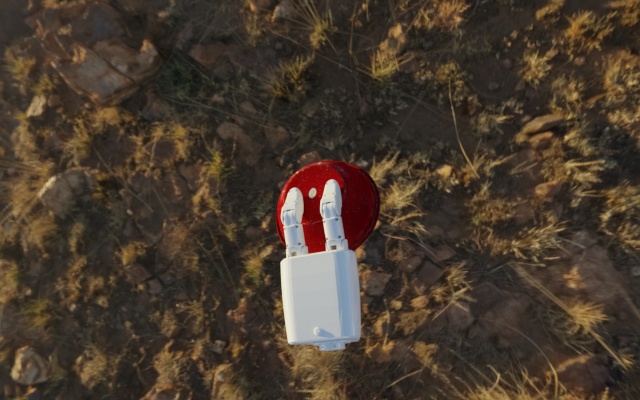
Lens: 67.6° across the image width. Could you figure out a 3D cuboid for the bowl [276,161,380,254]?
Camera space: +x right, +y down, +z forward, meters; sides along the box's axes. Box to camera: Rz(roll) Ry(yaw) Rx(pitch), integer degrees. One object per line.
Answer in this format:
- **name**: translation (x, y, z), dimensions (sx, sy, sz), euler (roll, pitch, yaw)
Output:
- **bowl**: translation (0.000, 0.001, 0.676), dimensions (0.162, 0.162, 0.055), euler (0, -26, 23)
